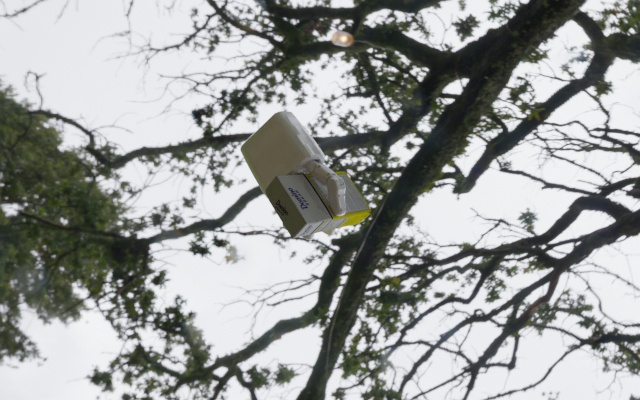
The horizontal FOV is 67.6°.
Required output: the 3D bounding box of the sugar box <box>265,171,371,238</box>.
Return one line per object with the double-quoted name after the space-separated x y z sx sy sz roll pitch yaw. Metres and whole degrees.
0.000 0.003 0.777 0.176 0.093 0.048 -9 -31 -48 "sugar box"
